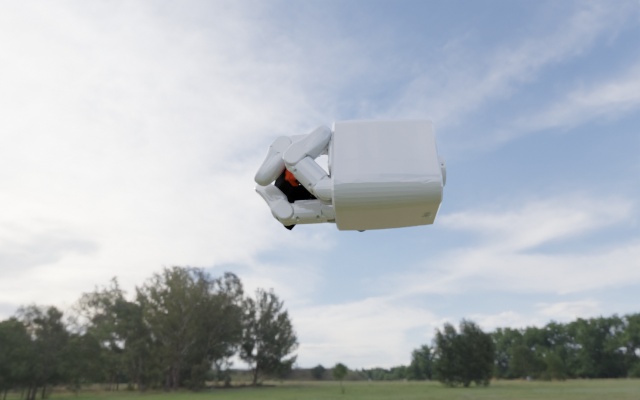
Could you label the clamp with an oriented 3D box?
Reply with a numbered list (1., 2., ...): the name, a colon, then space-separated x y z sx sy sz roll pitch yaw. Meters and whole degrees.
1. clamp: 0.000 0.001 0.586 0.120 0.039 0.171 -2 -22 5
